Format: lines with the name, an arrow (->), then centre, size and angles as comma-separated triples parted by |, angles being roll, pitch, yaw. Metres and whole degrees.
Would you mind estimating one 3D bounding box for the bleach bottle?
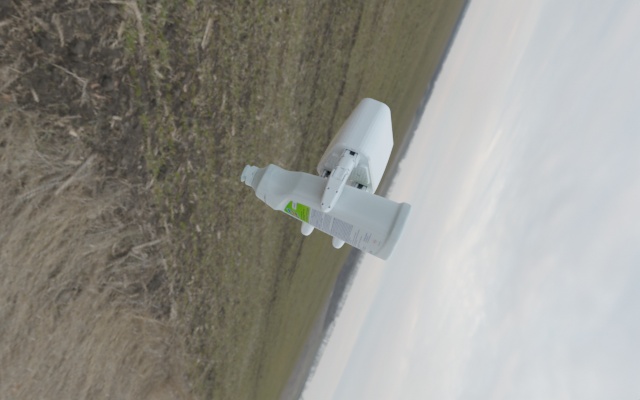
bleach bottle -> 0.000, 0.002, 0.705 | 0.251, 0.068, 0.103 | 23, -30, 7
